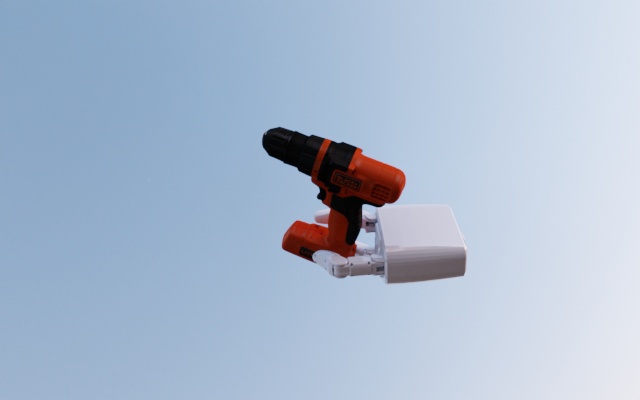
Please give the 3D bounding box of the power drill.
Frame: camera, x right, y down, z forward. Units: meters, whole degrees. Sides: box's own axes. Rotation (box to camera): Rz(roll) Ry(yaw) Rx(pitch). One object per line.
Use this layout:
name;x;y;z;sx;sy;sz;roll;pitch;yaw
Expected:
power drill;0.000;0.002;0.631;0.184;0.188;0.057;22;45;6
